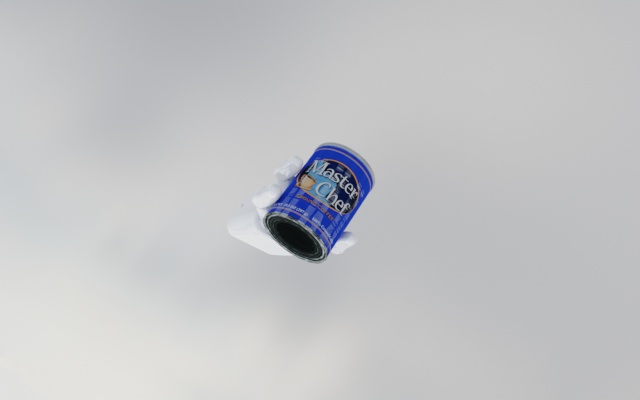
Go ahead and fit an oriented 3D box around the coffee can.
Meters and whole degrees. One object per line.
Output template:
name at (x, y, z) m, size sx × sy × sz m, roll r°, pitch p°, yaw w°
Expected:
coffee can at (0.000, 0.002, 0.672) m, size 0.103 × 0.140 × 0.103 m, roll 26°, pitch -30°, yaw 17°
